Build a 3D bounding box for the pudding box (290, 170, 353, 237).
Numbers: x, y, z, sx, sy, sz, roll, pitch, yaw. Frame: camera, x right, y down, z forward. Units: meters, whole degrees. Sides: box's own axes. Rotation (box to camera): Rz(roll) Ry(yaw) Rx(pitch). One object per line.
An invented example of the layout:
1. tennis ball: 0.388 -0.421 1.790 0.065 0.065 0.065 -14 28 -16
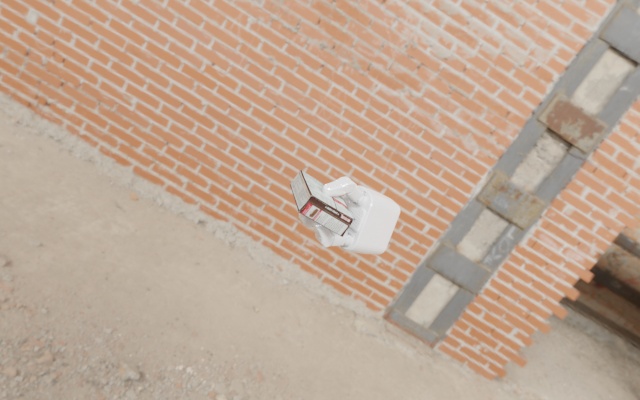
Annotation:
1. pudding box: 0.000 0.003 0.798 0.090 0.039 0.113 30 14 -22
